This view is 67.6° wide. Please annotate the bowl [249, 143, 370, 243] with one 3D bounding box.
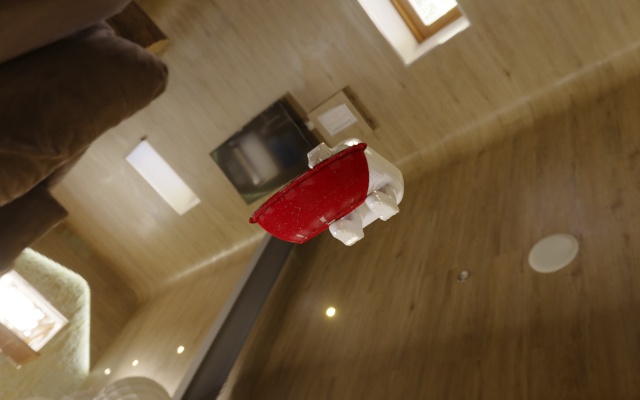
[{"bbox_3d":[0.000,0.002,0.546,0.162,0.055,0.162,-33,-5,-4],"label":"bowl"}]
